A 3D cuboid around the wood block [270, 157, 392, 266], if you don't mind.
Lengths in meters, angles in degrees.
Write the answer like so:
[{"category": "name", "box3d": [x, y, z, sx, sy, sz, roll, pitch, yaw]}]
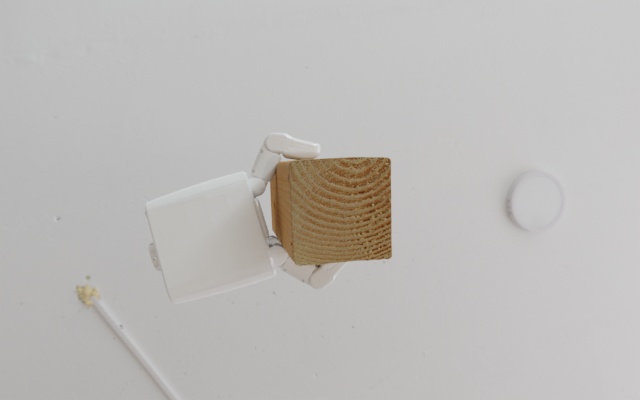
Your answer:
[{"category": "wood block", "box3d": [0.000, 0.001, 0.503, 0.090, 0.091, 0.206, -3, 5, -11]}]
